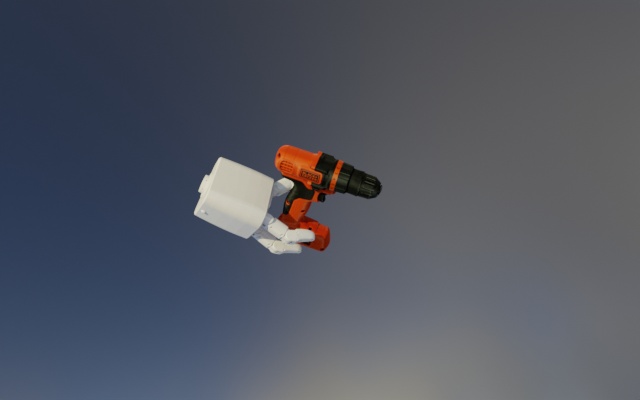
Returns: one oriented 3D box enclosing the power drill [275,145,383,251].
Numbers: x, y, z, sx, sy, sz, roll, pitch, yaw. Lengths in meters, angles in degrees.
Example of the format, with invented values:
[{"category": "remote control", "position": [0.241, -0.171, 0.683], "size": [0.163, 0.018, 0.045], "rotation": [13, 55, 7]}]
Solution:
[{"category": "power drill", "position": [0.000, 0.003, 0.843], "size": [0.184, 0.188, 0.057], "rotation": [21, 40, 6]}]
